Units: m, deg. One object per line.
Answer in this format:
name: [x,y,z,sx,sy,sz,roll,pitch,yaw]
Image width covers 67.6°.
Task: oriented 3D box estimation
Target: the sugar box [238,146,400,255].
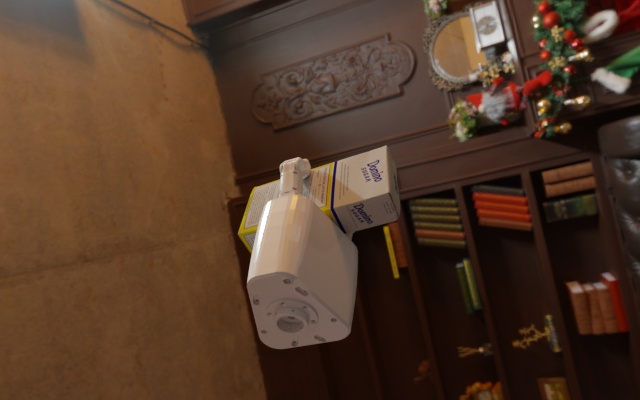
sugar box: [0.000,0.002,0.544,0.176,0.048,0.093,-14,36,17]
